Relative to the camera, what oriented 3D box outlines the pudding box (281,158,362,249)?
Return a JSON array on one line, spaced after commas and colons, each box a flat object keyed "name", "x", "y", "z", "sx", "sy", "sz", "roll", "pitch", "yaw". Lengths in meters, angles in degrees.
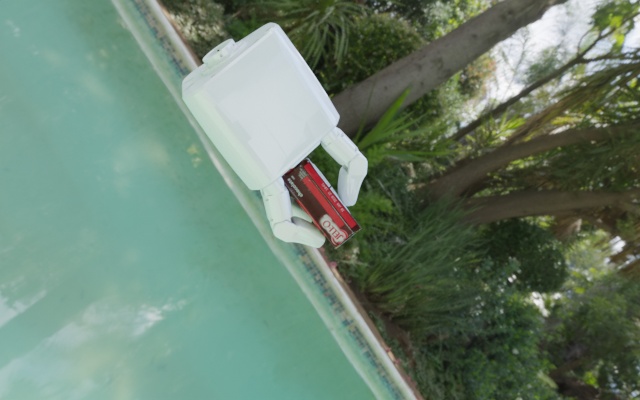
[{"name": "pudding box", "x": 0.000, "y": 0.002, "z": 0.516, "sx": 0.039, "sy": 0.090, "sz": 0.113, "roll": -37, "pitch": 1, "yaw": 3}]
